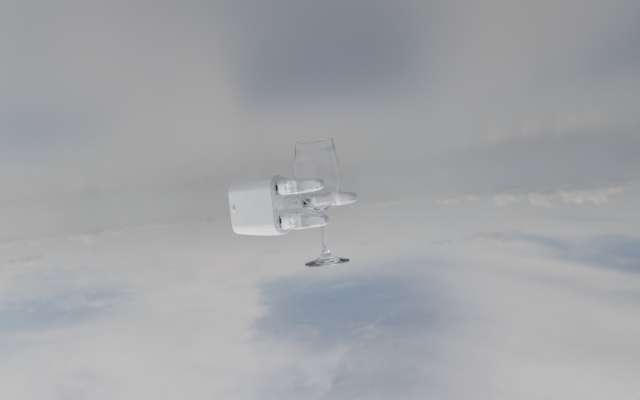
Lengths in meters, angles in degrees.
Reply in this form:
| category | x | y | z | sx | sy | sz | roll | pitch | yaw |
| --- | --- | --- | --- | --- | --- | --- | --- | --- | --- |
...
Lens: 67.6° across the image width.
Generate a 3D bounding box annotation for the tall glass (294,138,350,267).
| category | x | y | z | sx | sy | sz | roll | pitch | yaw |
| --- | --- | --- | --- | --- | --- | --- | --- | --- | --- |
| tall glass | 0.000 | 0.003 | 0.776 | 0.079 | 0.201 | 0.079 | -6 | 2 | 0 |
